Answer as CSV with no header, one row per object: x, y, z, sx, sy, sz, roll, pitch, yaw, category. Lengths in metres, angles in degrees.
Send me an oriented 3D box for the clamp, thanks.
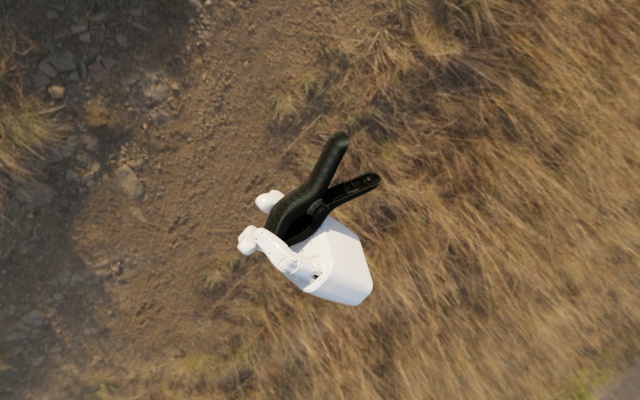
0.000,0.002,0.591,0.120,0.171,0.039,30,18,-46,clamp
